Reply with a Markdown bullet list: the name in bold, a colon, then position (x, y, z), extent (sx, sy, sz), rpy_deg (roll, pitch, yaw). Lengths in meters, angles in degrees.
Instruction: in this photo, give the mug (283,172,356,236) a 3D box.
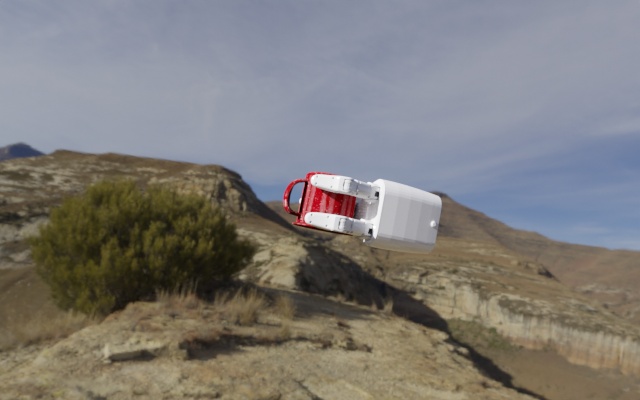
- **mug**: position (-0.001, 0.002, 0.714), extent (0.117, 0.081, 0.093), rpy_deg (13, -6, -22)
